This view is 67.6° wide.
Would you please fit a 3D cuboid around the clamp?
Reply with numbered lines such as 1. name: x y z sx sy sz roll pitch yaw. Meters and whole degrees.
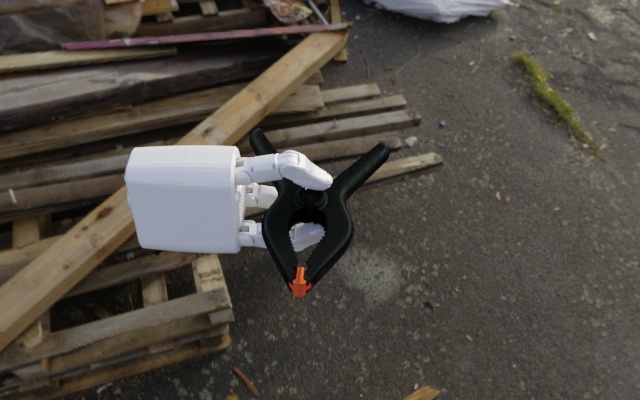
1. clamp: 0.000 0.002 0.509 0.164 0.209 0.036 0 -38 -1
